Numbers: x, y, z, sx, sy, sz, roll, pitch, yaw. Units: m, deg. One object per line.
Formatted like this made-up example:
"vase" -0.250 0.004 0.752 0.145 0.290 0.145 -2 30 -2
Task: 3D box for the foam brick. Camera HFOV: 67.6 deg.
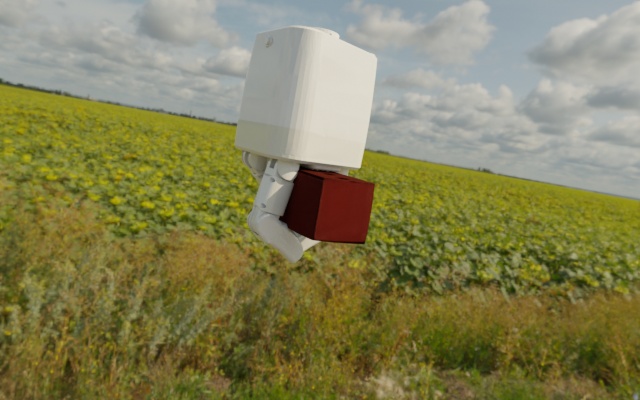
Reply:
"foam brick" 0.000 0.001 0.406 0.053 0.051 0.078 6 8 -34
